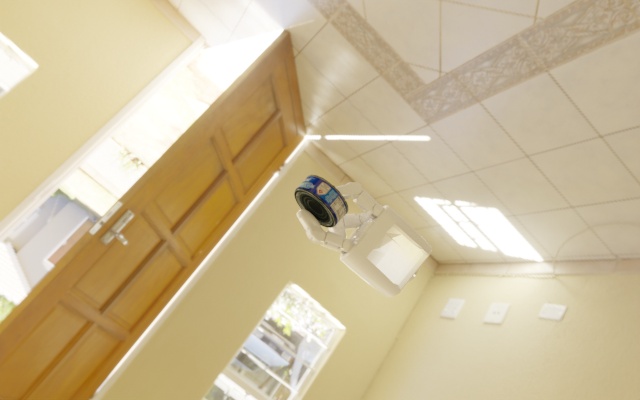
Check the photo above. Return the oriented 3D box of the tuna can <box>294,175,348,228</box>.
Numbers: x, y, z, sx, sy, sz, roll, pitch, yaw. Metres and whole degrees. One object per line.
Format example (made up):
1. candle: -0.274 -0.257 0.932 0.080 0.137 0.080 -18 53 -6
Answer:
1. tuna can: 0.000 0.003 0.750 0.033 0.086 0.086 -47 23 -23
